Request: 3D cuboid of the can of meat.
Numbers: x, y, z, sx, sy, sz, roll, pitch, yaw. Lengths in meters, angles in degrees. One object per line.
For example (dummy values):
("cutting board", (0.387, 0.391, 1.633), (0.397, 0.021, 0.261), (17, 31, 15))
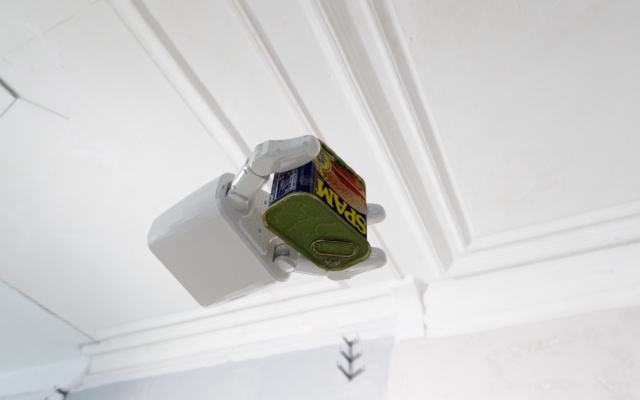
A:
("can of meat", (0.000, 0.001, 0.436), (0.057, 0.083, 0.102), (-30, -54, 29))
